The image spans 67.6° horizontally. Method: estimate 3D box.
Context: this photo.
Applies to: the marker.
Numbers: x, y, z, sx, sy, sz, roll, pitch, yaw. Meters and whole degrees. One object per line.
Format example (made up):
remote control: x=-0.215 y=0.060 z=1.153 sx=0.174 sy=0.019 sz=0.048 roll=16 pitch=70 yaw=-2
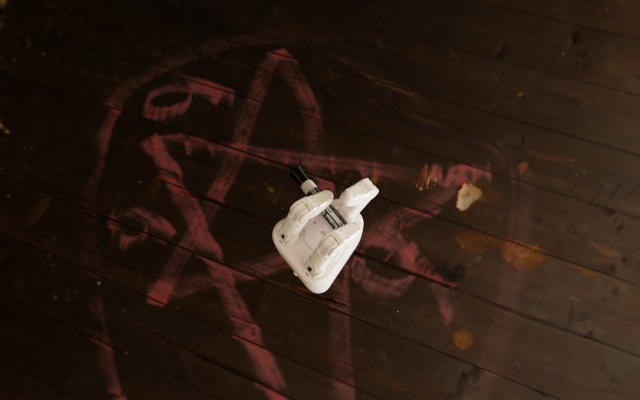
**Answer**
marker: x=0.000 y=0.002 z=0.611 sx=0.020 sy=0.121 sz=0.020 roll=-36 pitch=-17 yaw=-13
